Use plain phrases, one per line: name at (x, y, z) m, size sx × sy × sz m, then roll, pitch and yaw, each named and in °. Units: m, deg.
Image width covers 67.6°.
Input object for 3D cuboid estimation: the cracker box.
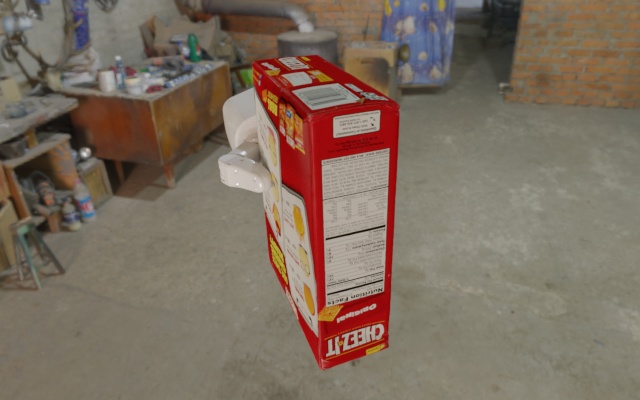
cracker box at (0.000, 0.001, 0.404) m, size 0.072 × 0.214 × 0.164 m, roll -11°, pitch 29°, yaw -16°
